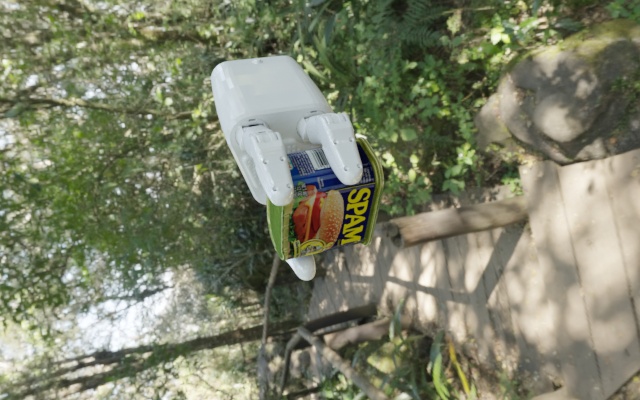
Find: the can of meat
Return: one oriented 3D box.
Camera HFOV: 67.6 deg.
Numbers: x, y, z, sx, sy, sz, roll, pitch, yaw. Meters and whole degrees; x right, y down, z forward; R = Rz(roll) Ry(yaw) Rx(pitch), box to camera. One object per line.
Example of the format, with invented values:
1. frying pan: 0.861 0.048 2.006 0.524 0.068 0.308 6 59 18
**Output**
1. can of meat: 0.000 0.002 0.410 0.084 0.057 0.102 -11 -42 -16
